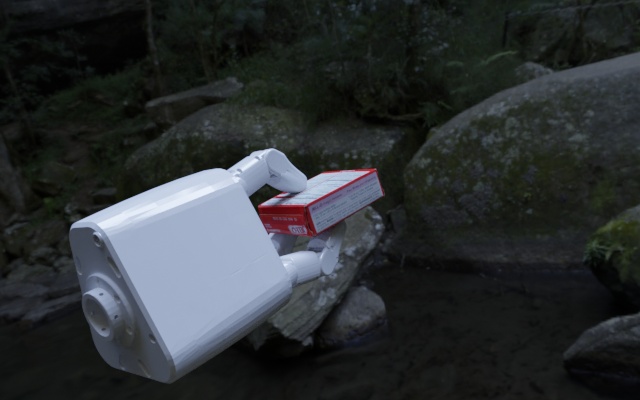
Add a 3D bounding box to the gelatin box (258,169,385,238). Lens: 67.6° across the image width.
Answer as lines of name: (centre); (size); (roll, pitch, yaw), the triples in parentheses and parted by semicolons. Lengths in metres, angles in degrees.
gelatin box: (0.000, 0.001, 0.425); (0.089, 0.030, 0.073); (-29, 17, -35)
